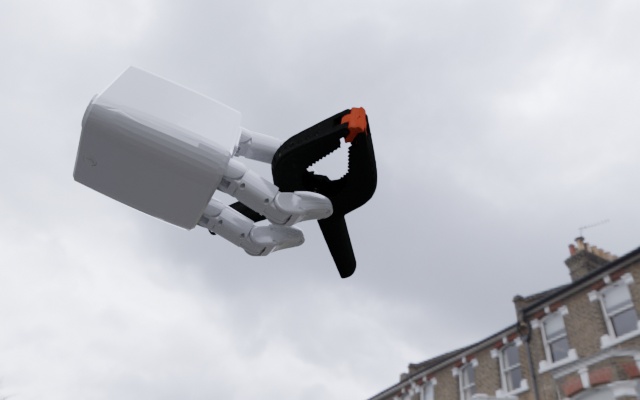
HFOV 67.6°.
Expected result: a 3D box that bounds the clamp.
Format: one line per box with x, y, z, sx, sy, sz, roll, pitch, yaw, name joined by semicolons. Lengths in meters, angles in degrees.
0.000;0.000;0.447;0.164;0.036;0.210;24;-44;-16;clamp
